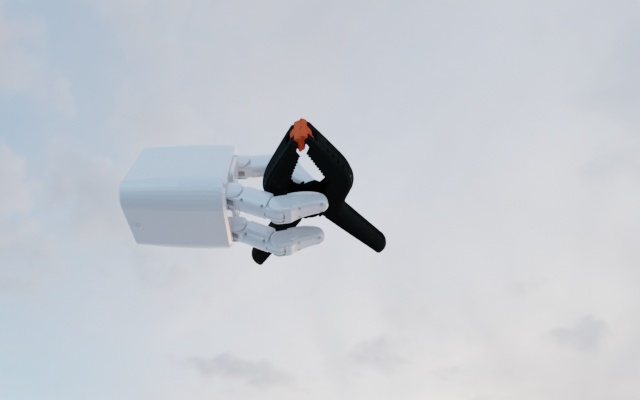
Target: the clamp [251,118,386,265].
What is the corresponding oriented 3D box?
[{"bbox_3d":[0.000,0.001,0.524,0.164,0.036,0.210,-2,-42,-4],"label":"clamp"}]
